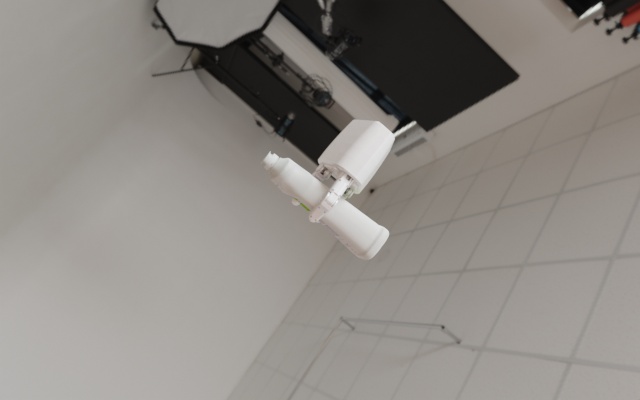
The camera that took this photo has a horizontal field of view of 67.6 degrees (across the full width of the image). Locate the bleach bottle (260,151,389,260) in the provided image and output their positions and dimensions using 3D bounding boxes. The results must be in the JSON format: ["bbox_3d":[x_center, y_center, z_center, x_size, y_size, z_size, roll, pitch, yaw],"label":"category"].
[{"bbox_3d":[0.000,0.003,0.852,0.251,0.068,0.102,40,-9,-9],"label":"bleach bottle"}]
